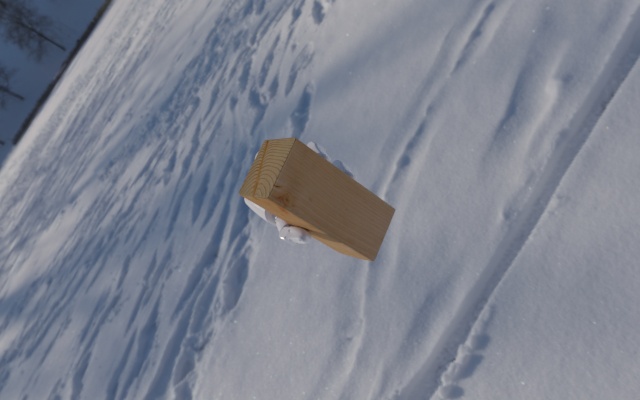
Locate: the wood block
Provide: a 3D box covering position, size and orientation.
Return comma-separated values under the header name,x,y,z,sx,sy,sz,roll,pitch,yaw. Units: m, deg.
name,x,y,z,sx,sy,sz,roll,pitch,yaw
wood block,0.000,0.002,0.694,0.206,0.091,0.090,32,-14,-32
